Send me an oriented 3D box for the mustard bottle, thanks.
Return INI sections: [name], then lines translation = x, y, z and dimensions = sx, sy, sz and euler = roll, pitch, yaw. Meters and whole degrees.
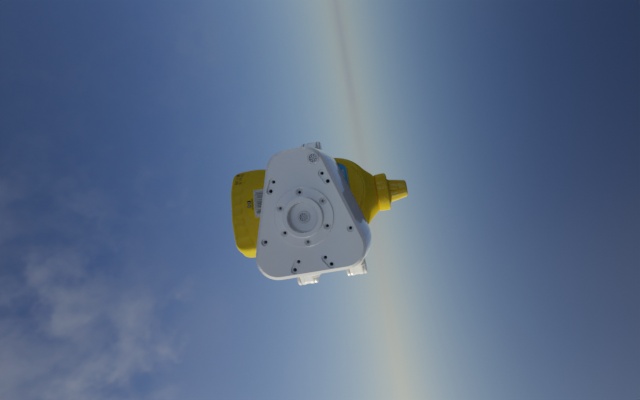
[mustard bottle]
translation = 0.000, 0.002, 0.531
dimensions = 0.191, 0.096, 0.058
euler = -10, -25, 6
